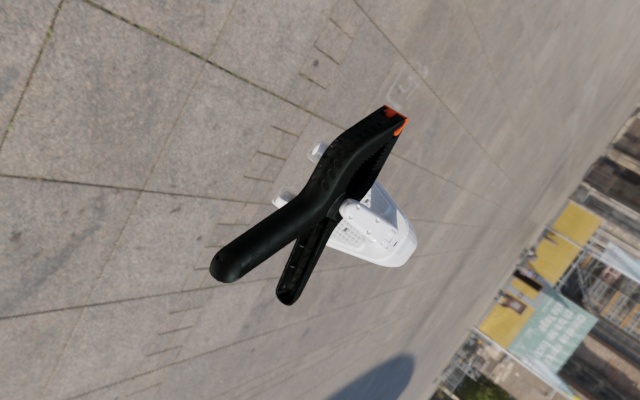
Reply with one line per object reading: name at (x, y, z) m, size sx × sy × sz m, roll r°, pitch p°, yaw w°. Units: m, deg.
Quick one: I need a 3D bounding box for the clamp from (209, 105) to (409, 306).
clamp at (0.001, 0.001, 0.407) m, size 0.036 × 0.210 × 0.164 m, roll 36°, pitch 1°, yaw 21°
